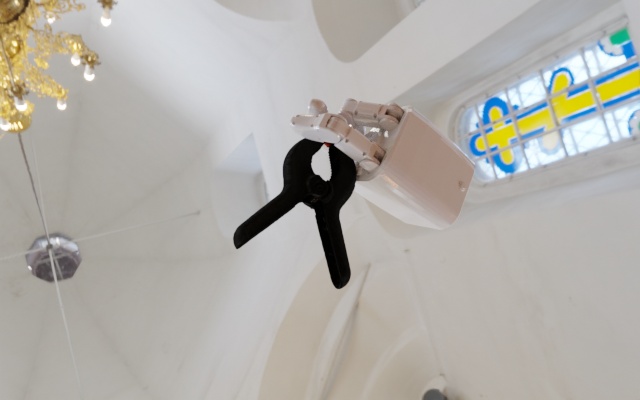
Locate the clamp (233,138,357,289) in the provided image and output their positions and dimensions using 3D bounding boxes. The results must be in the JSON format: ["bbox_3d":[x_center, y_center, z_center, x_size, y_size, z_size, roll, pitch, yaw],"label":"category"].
[{"bbox_3d":[0.000,0.002,0.483,0.120,0.171,0.039,35,-25,-17],"label":"clamp"}]
